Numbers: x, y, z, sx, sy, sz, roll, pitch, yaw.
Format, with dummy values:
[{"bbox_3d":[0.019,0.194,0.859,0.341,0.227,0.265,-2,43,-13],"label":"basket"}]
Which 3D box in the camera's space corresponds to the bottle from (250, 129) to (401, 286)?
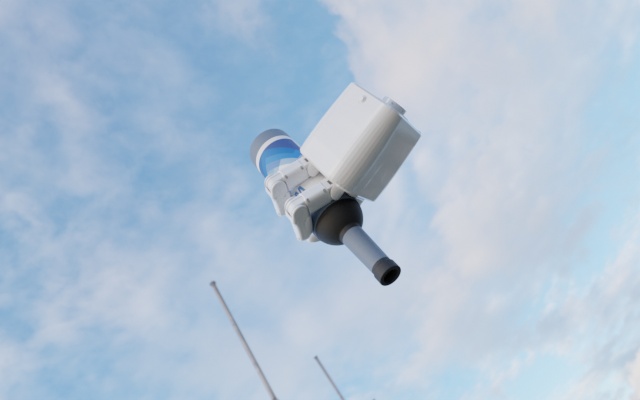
[{"bbox_3d":[0.000,0.002,0.601,0.069,0.069,0.295,0,32,-36],"label":"bottle"}]
